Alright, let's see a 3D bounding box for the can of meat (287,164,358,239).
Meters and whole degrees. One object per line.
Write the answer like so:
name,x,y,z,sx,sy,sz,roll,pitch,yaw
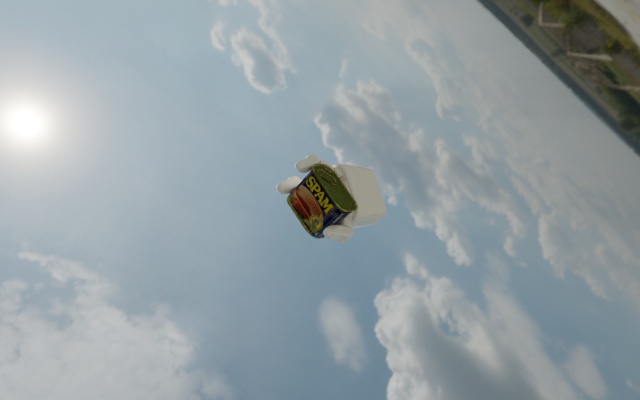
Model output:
can of meat,0.000,0.003,0.815,0.084,0.102,0.057,-46,-23,30
